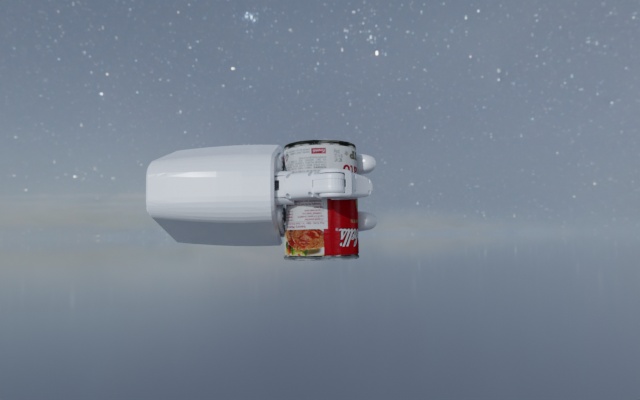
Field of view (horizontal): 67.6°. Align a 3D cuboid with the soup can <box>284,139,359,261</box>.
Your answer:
[{"bbox_3d":[0.001,0.001,0.432,0.068,0.102,0.068,-1,-4,0],"label":"soup can"}]
